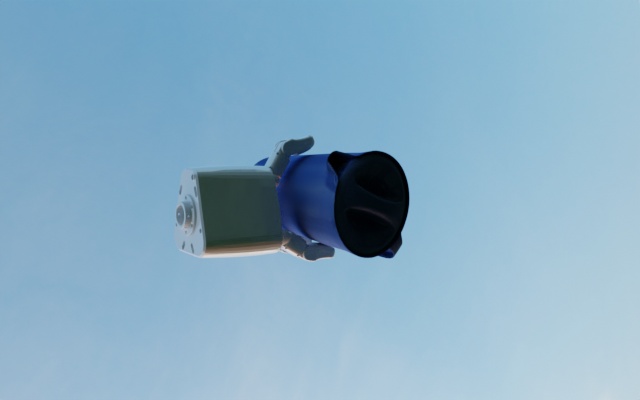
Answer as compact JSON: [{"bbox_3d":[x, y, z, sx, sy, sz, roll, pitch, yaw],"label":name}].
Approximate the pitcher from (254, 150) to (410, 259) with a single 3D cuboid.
[{"bbox_3d":[0.000,0.002,0.680,0.145,0.149,0.243,-4,8,-38],"label":"pitcher"}]
